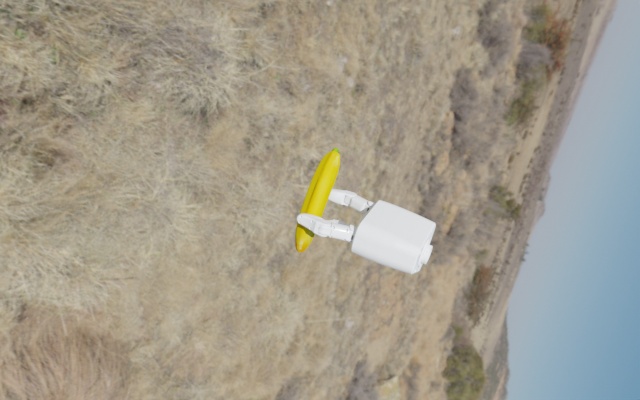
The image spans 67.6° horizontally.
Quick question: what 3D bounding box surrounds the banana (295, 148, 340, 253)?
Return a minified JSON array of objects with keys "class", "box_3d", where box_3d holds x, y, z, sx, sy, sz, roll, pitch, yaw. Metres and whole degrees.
[{"class":"banana","box_3d":[-0.003,-0.004,0.819,0.037,0.198,0.070,20,-6,16]}]
